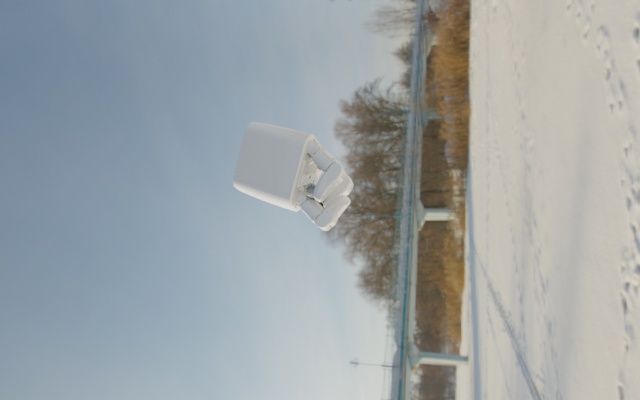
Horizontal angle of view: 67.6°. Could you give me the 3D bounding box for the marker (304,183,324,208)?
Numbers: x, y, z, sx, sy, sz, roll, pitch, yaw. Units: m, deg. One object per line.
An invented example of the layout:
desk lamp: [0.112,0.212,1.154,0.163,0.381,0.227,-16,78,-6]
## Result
marker: [0.000,0.002,0.733,0.020,0.020,0.121,0,-18,15]
